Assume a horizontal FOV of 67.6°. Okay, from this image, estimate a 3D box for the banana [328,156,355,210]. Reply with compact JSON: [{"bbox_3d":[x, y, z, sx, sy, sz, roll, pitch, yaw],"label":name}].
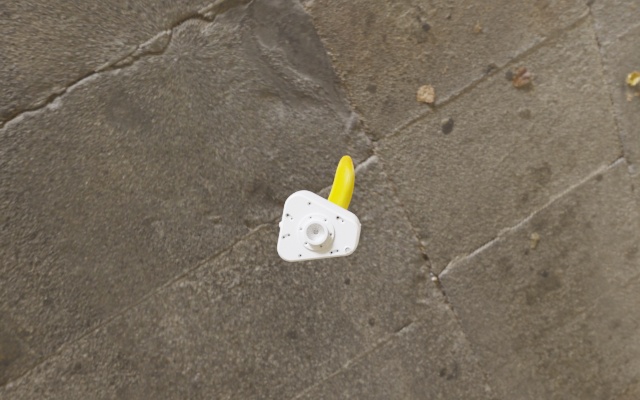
[{"bbox_3d":[0.012,0.015,0.832,0.069,0.198,0.037,35,1,27],"label":"banana"}]
